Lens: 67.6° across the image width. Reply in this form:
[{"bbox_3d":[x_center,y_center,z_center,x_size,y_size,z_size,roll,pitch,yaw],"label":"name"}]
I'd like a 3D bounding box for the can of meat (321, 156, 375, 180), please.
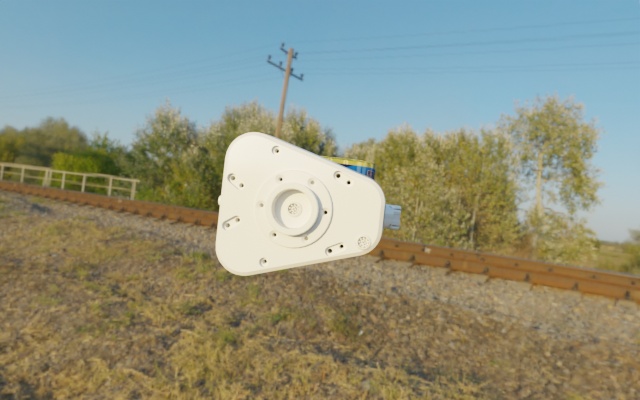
[{"bbox_3d":[0.000,0.001,0.458,0.102,0.084,0.057,7,0,8],"label":"can of meat"}]
